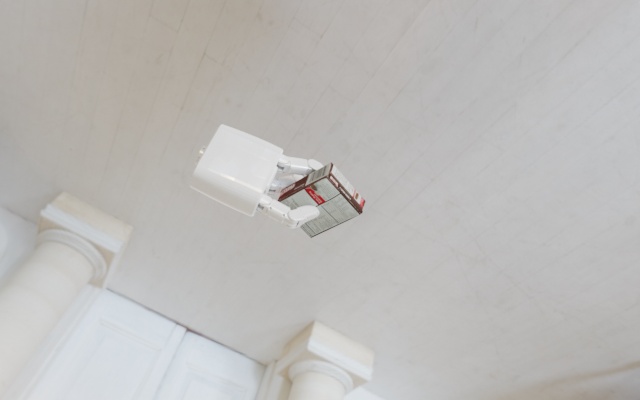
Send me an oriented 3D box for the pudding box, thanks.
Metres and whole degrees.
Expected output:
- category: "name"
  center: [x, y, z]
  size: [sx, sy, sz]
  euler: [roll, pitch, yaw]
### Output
- category: "pudding box"
  center: [0.000, 0.003, 0.761]
  size: [0.113, 0.090, 0.039]
  euler: [-26, 29, 35]
